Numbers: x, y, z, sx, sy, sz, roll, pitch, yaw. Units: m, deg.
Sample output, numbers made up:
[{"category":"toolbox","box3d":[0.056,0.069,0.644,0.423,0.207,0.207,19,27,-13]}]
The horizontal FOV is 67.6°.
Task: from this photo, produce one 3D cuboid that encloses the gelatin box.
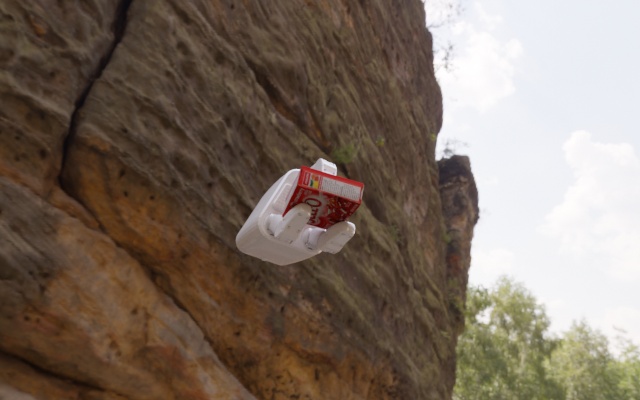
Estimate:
[{"category":"gelatin box","box3d":[0.000,0.001,0.550,0.073,0.030,0.089,17,-29,-9]}]
